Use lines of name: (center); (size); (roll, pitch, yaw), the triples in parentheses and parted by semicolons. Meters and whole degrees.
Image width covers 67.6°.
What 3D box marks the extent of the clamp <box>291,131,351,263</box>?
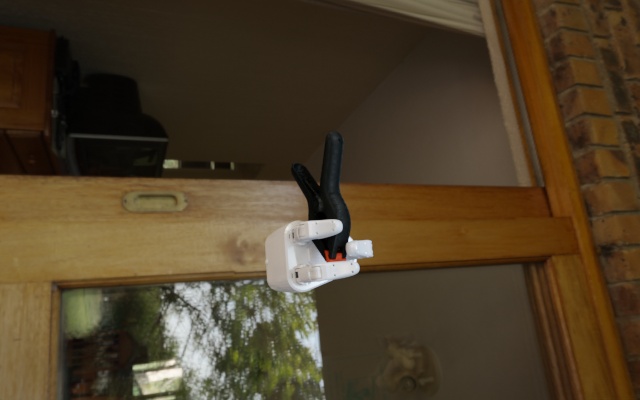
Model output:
clamp: (0.001, 0.002, 0.658); (0.039, 0.171, 0.120); (1, -11, -26)
